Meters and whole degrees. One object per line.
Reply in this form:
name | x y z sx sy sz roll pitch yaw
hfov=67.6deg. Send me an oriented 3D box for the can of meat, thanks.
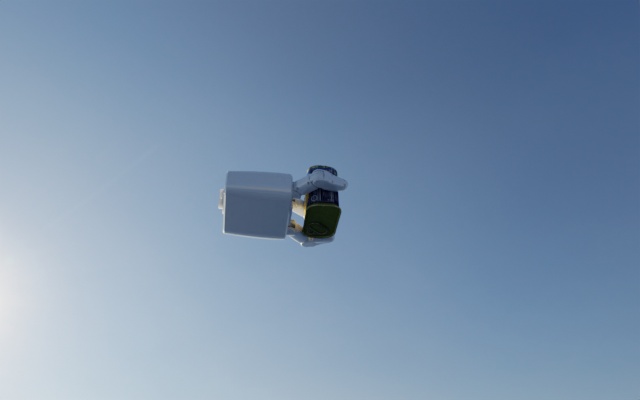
can of meat | 0.000 0.002 0.806 0.057 0.084 0.102 3 -35 -6
